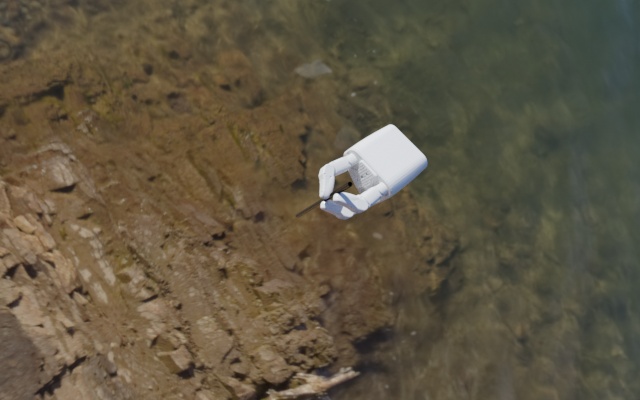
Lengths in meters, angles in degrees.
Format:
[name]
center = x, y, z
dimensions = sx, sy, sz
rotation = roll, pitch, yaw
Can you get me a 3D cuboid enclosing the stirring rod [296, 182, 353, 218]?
[stirring rod]
center = 0.000, 0.003, 0.850
dimensions = 0.011, 0.011, 0.239
rotation = 0, -14, -23
